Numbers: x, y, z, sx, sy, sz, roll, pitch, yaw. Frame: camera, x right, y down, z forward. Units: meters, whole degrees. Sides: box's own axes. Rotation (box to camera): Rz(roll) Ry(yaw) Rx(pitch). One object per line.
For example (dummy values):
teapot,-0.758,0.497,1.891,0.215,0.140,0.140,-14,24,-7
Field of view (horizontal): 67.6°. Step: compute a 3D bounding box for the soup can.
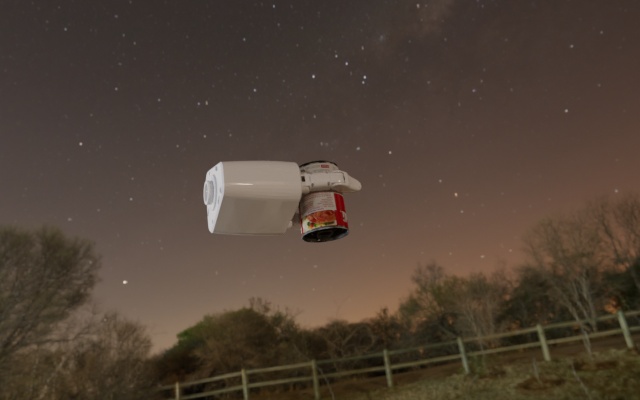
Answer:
soup can,0.001,0.002,0.686,0.068,0.102,0.068,-8,-20,-3
